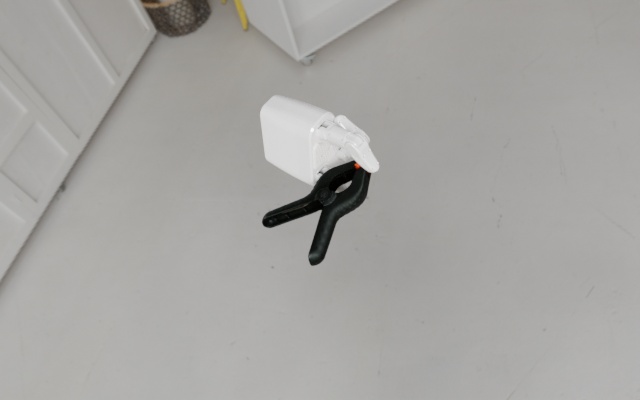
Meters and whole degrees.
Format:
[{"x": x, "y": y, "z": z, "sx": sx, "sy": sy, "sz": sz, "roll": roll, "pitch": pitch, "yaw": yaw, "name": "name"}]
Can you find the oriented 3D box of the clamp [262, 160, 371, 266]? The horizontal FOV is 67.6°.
[{"x": 0.000, "y": 0.002, "z": 0.669, "sx": 0.120, "sy": 0.171, "sz": 0.039, "roll": 27, "pitch": -25, "yaw": 30, "name": "clamp"}]
